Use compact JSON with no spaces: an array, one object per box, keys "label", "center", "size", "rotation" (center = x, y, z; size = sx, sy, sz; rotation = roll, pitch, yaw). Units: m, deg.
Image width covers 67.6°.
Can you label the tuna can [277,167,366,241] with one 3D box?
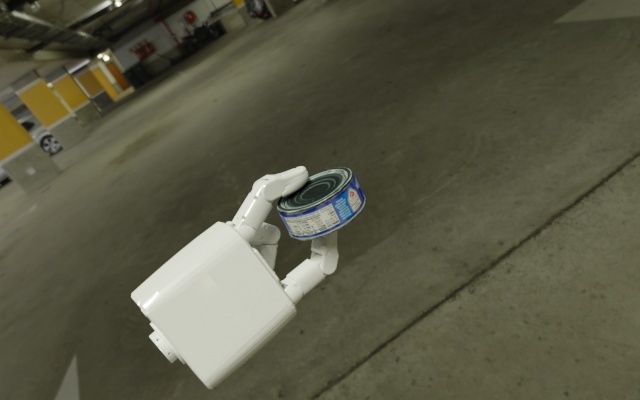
[{"label":"tuna can","center":[0.000,0.001,0.479],"size":[0.086,0.034,0.086],"rotation":[-23,22,10]}]
